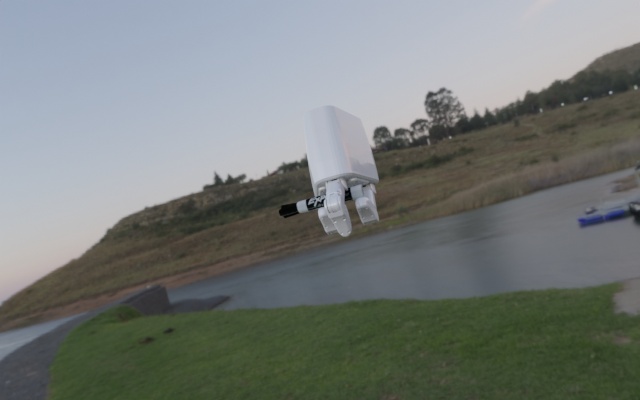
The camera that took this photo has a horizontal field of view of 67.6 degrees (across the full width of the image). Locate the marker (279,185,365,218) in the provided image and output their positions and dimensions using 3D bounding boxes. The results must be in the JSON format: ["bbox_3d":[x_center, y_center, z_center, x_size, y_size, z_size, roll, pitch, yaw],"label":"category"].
[{"bbox_3d":[0.000,0.002,0.654,0.121,0.020,0.020,-15,-3,13],"label":"marker"}]
